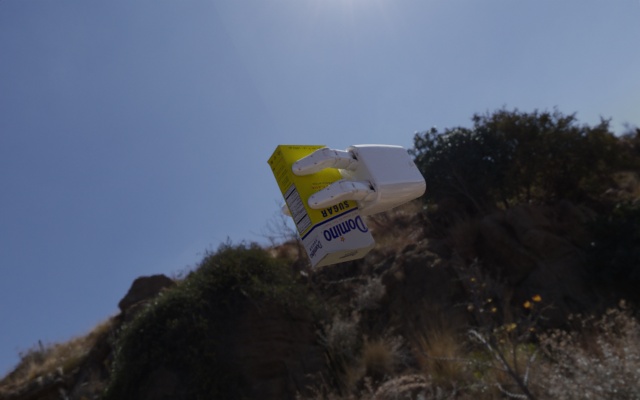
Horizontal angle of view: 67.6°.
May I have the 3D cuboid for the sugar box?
[{"bbox_3d":[0.000,0.002,0.672,0.093,0.176,0.048,-6,-32,-40],"label":"sugar box"}]
